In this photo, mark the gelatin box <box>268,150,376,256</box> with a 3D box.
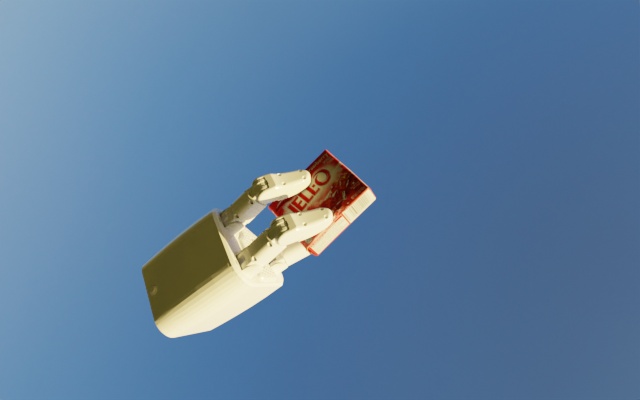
[{"bbox_3d":[0.001,0.002,0.498,0.073,0.089,0.030,45,-2,34],"label":"gelatin box"}]
